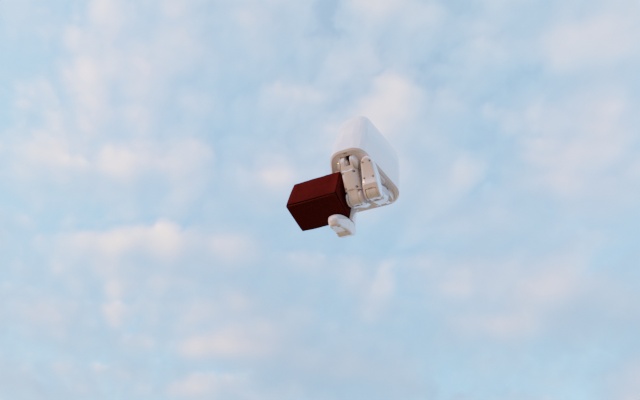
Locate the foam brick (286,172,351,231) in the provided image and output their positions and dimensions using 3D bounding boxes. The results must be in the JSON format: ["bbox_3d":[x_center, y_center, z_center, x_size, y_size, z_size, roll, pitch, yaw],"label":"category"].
[{"bbox_3d":[0.000,0.002,0.685,0.078,0.053,0.051,-15,35,21],"label":"foam brick"}]
